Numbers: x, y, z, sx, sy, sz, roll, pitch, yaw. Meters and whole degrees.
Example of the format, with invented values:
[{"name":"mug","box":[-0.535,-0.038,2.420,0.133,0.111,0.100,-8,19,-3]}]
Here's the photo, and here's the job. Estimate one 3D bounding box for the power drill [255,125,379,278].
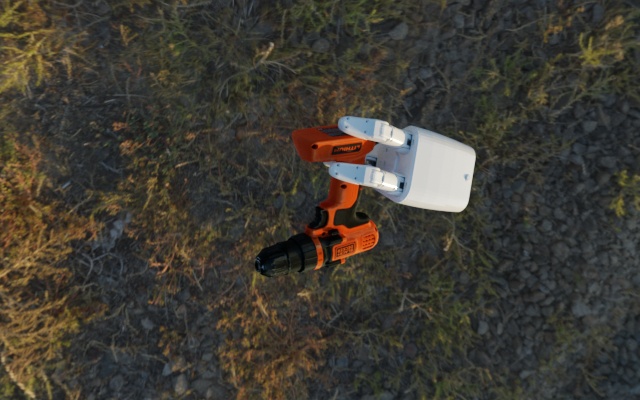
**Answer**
[{"name":"power drill","box":[0.000,0.002,0.611,0.184,0.188,0.057,-14,32,-32]}]
